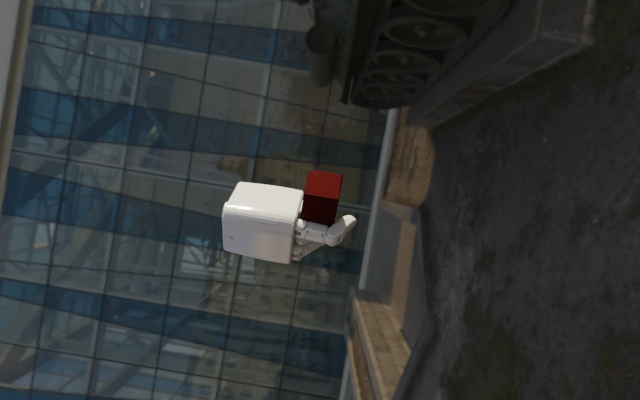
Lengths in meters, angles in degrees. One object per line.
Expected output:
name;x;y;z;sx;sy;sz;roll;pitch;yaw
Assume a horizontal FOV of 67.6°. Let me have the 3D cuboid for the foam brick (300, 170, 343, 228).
foam brick;0.000;0.002;0.701;0.051;0.053;0.078;11;-44;1
